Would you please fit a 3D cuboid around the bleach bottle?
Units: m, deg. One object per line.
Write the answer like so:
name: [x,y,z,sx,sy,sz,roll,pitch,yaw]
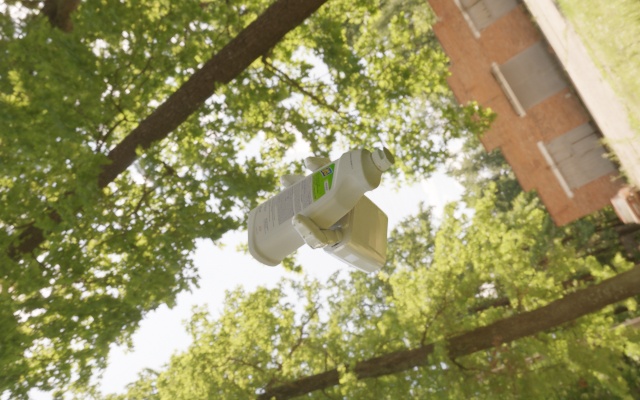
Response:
bleach bottle: [0.000,0.002,0.710,0.251,0.102,0.068,-31,-45,27]
